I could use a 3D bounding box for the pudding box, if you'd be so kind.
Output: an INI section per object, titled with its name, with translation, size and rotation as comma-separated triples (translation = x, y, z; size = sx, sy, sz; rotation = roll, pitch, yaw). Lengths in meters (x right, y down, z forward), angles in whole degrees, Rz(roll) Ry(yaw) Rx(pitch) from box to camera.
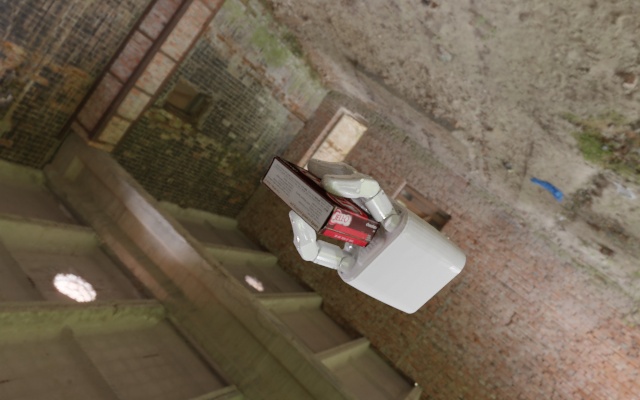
[pudding box]
translation = 0.000, 0.002, 0.525
size = 0.113, 0.039, 0.090
rotation = 38, 9, 38
